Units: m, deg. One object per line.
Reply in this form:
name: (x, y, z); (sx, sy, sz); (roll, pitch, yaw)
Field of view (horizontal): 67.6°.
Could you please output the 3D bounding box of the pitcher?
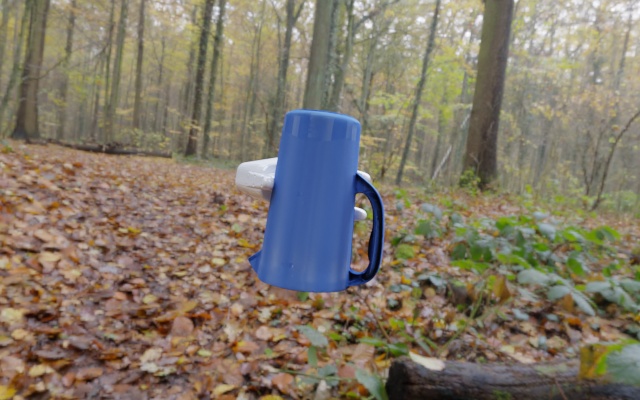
pitcher: (0.000, 0.002, 0.672); (0.149, 0.243, 0.145); (5, 4, -33)
